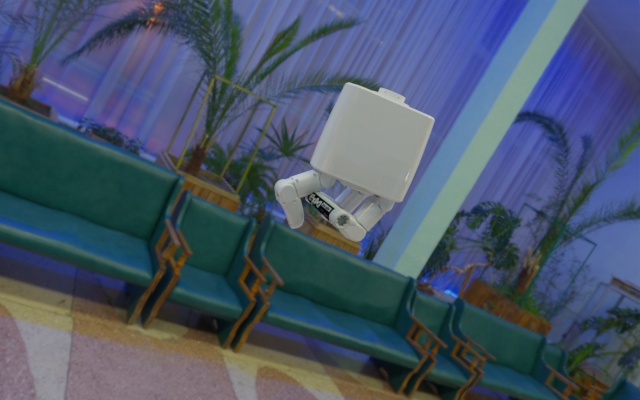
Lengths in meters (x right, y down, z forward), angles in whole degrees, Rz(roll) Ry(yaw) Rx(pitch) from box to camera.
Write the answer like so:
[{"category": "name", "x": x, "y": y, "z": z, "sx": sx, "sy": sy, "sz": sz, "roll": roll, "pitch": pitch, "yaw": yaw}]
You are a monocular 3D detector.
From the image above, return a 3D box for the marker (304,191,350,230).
[{"category": "marker", "x": 0.000, "y": 0.002, "z": 0.546, "sx": 0.020, "sy": 0.020, "sz": 0.121, "roll": 0, "pitch": 19, "yaw": -24}]
